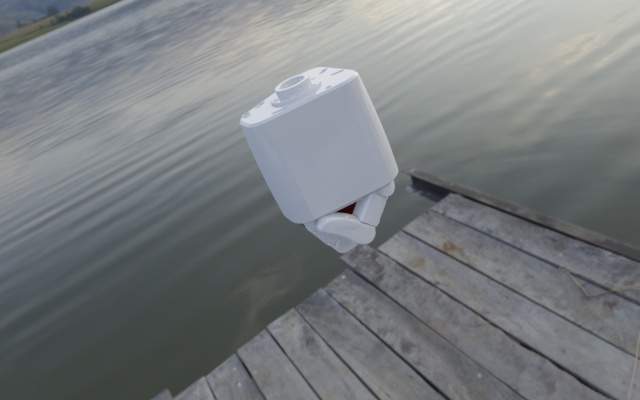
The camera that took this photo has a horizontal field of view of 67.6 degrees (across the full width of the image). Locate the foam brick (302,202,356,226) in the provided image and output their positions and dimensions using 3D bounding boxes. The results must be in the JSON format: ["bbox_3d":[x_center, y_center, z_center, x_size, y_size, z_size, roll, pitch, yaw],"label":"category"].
[{"bbox_3d":[0.000,0.002,0.526,0.053,0.051,0.078,-36,29,-15],"label":"foam brick"}]
